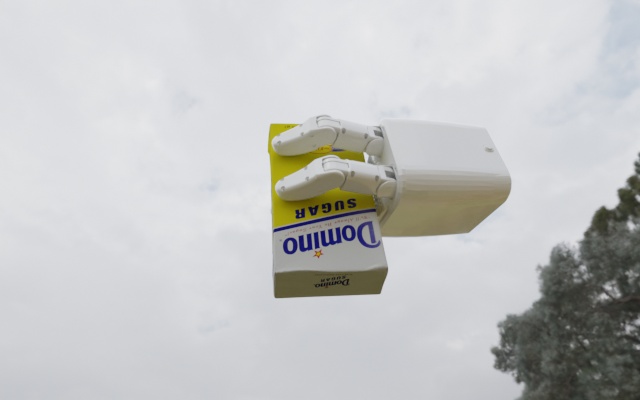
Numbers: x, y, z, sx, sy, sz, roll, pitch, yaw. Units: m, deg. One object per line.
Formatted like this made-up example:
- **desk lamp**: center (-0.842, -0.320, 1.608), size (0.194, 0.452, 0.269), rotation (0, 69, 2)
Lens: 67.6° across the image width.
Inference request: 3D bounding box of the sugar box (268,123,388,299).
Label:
- **sugar box**: center (0.000, 0.001, 0.437), size (0.093, 0.176, 0.048), rotation (-1, -43, -8)
